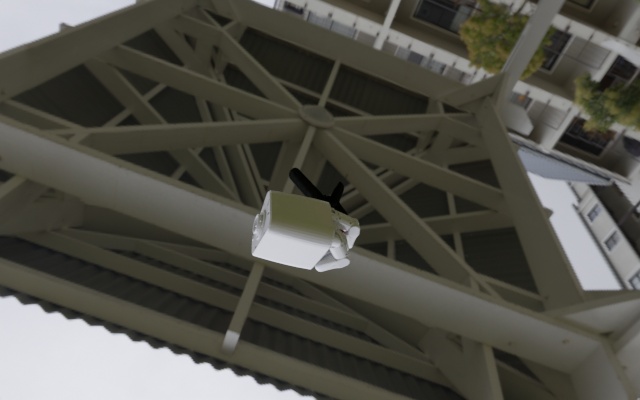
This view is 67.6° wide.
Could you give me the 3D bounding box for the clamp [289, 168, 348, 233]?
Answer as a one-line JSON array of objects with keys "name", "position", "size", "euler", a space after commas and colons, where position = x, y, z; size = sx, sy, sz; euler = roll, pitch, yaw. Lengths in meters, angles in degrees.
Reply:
[{"name": "clamp", "position": [0.000, 0.003, 0.876], "size": [0.120, 0.039, 0.171], "euler": [16, 32, -19]}]
